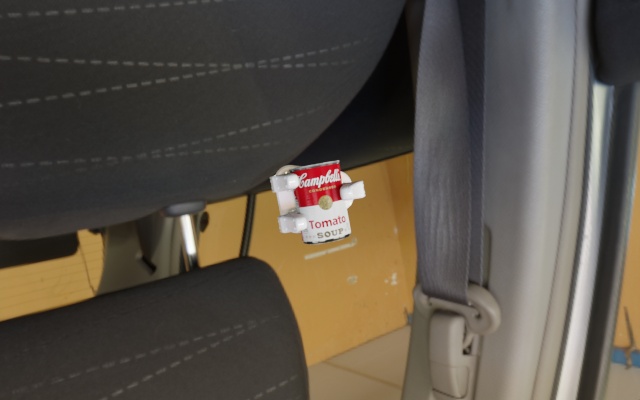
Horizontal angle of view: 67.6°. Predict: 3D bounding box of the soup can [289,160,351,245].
[{"bbox_3d":[0.000,0.002,0.639,0.068,0.102,0.068,-10,4,1],"label":"soup can"}]
